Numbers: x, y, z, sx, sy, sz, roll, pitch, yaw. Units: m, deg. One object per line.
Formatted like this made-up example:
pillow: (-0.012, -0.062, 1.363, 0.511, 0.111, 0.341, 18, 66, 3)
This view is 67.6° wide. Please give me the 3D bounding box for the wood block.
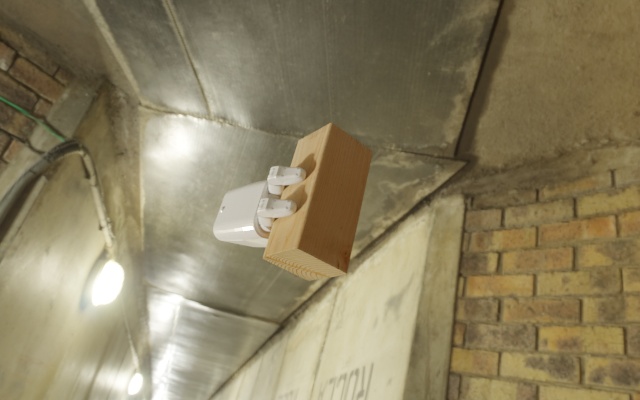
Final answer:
wood block: (0.000, 0.003, 0.708, 0.091, 0.206, 0.090, 31, -31, -29)
